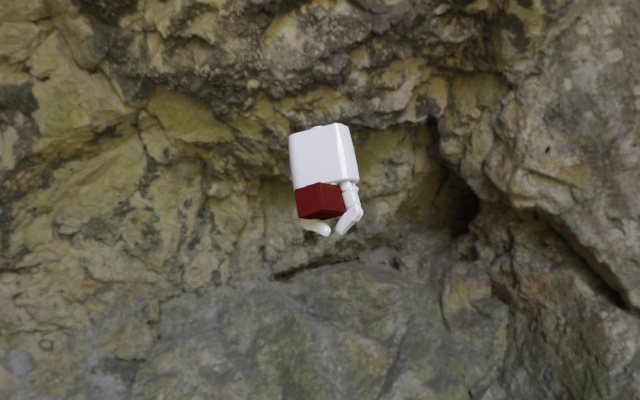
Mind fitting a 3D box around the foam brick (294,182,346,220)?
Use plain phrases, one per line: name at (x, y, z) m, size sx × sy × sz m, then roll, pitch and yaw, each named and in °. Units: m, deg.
foam brick at (0.000, 0.003, 0.818) m, size 0.053 × 0.051 × 0.078 m, roll -15°, pitch -13°, yaw 30°
